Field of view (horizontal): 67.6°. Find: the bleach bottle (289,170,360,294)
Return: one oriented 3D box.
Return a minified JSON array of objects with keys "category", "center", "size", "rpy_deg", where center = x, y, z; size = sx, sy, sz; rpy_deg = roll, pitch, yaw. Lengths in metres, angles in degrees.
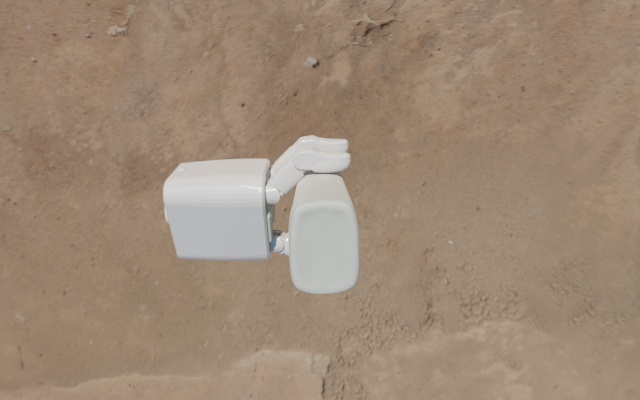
[{"category":"bleach bottle","center":[0.000,0.002,0.562],"size":[0.068,0.103,0.250],"rpy_deg":[-2,20,-1]}]
